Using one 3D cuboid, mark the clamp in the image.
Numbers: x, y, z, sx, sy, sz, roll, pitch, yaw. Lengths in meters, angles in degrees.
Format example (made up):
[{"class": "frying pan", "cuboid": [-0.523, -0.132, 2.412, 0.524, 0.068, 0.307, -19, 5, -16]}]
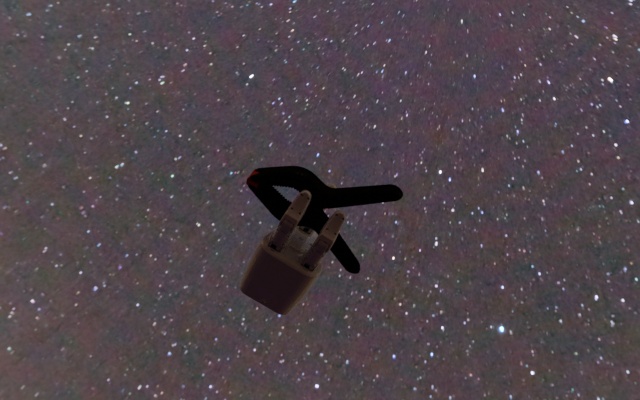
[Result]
[{"class": "clamp", "cuboid": [0.000, 0.002, 0.669, 0.210, 0.165, 0.036, 30, 35, -3]}]
